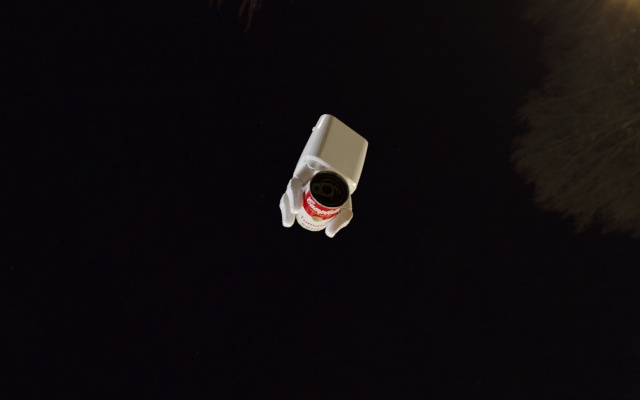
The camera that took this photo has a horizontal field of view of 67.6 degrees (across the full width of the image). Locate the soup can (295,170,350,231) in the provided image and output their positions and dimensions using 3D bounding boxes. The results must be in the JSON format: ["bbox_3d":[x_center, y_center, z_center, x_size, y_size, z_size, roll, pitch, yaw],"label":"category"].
[{"bbox_3d":[0.000,0.003,0.805,0.068,0.068,0.102,0,-25,-19],"label":"soup can"}]
